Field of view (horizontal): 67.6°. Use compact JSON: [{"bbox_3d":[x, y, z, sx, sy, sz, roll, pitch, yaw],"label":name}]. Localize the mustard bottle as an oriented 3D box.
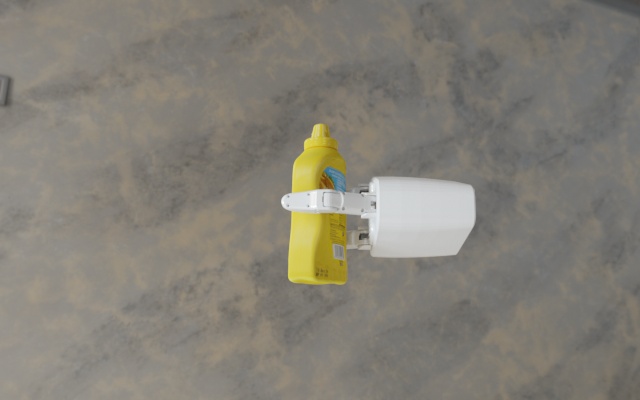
[{"bbox_3d":[0.000,0.002,0.568,0.058,0.191,0.096,-4,-13,26],"label":"mustard bottle"}]
